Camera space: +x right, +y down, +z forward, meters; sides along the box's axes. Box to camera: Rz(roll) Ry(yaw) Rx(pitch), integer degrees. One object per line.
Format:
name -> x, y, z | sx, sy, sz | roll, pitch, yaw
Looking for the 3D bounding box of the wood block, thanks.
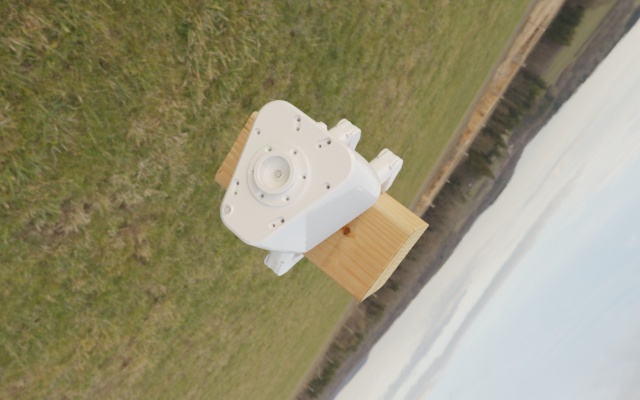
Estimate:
wood block -> 0.000, 0.002, 0.517 | 0.206, 0.091, 0.090 | 39, 15, 17
